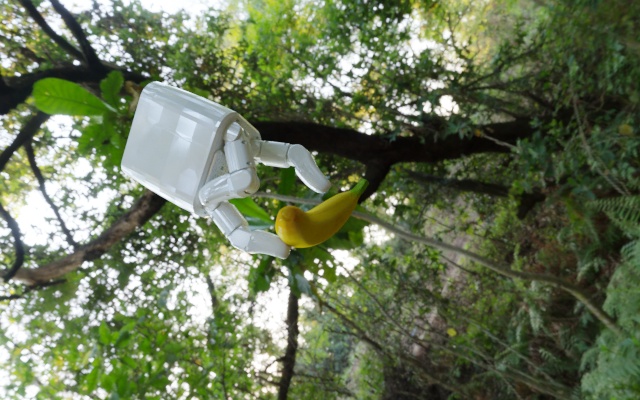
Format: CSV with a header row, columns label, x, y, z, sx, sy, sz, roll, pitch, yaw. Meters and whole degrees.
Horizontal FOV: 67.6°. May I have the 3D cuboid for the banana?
label,x,y,z,sx,sy,sz,roll,pitch,yaw
banana,-0.004,0.018,0.513,0.037,0.070,0.197,26,21,17
